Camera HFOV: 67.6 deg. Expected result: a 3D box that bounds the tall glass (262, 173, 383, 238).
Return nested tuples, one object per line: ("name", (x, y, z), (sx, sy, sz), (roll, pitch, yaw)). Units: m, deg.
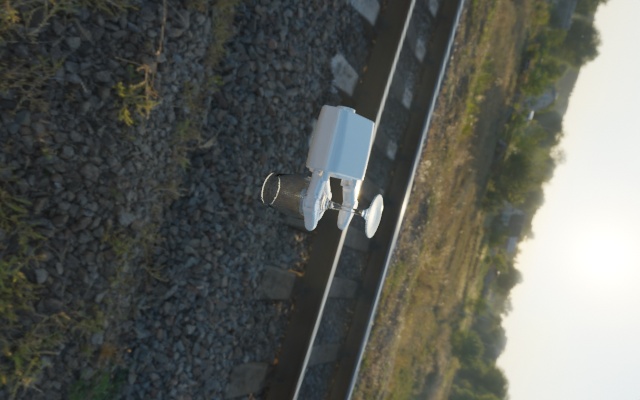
("tall glass", (0.001, 0.003, 0.824), (0.201, 0.079, 0.079), (14, 5, 22))
